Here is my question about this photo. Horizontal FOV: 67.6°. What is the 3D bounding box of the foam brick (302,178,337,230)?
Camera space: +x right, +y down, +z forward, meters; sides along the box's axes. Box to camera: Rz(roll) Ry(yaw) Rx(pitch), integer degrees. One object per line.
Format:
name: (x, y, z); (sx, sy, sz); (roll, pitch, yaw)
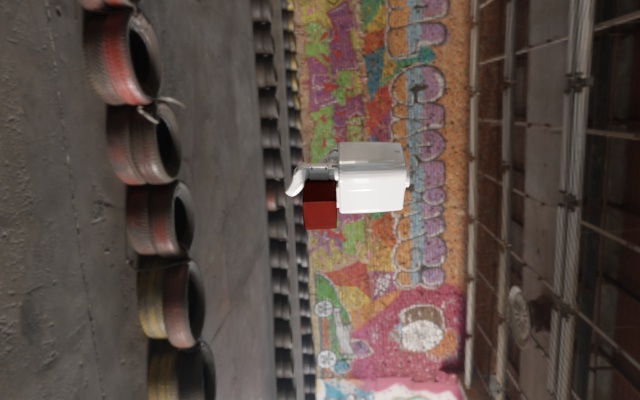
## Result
foam brick: (0.000, 0.003, 0.746); (0.051, 0.053, 0.078); (0, 33, 3)
